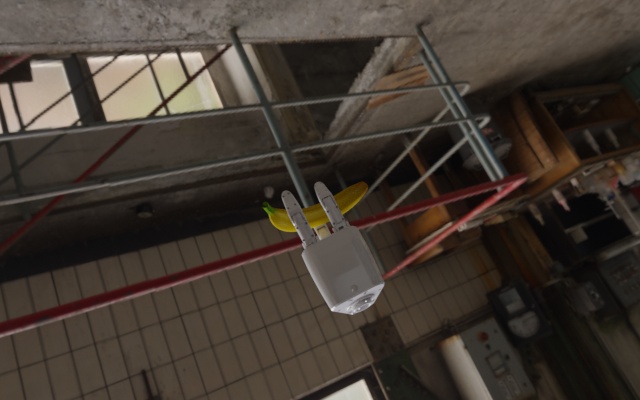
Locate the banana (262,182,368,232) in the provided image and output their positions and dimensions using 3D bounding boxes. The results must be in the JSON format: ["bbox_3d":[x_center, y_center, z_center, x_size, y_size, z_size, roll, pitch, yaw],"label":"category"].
[{"bbox_3d":[-0.006,0.016,0.830,0.198,0.037,0.070,-14,-38,-24],"label":"banana"}]
